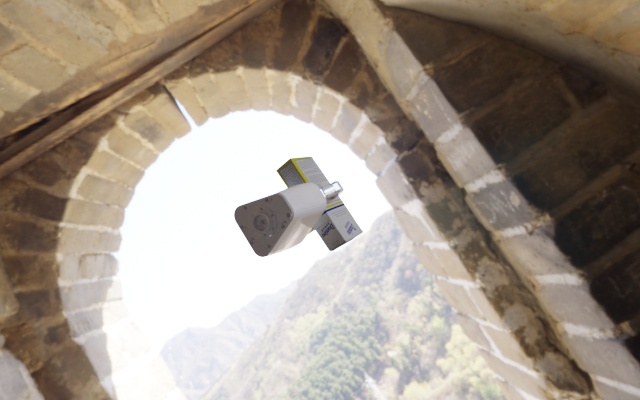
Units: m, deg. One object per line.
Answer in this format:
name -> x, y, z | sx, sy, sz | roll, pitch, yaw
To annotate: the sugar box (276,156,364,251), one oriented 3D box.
sugar box -> 0.000, 0.003, 0.865 | 0.048, 0.176, 0.093 | -35, -8, 25
